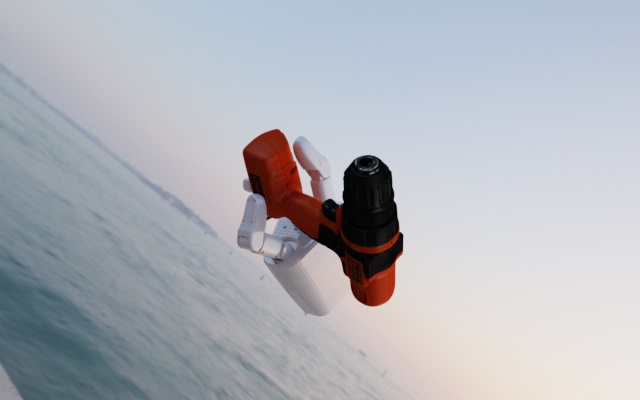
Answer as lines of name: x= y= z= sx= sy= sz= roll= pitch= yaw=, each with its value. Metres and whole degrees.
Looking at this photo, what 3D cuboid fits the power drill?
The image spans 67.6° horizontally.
power drill: x=0.000 y=0.001 z=0.471 sx=0.057 sy=0.185 sz=0.187 roll=-33 pitch=50 yaw=-24
